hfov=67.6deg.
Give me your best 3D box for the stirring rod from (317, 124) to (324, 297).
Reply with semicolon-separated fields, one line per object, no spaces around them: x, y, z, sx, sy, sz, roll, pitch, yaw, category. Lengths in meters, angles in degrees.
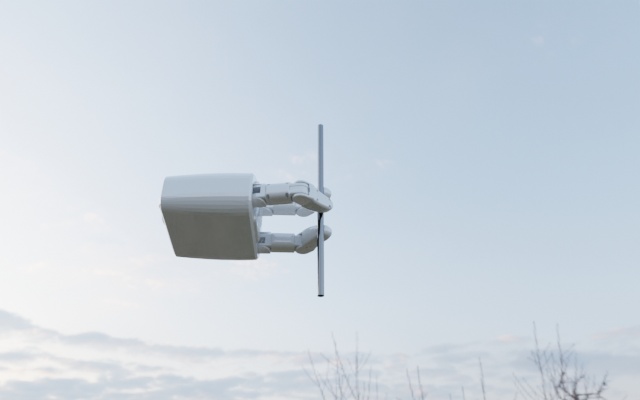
0.000;0.002;0.588;0.011;0.239;0.011;0;-31;0;stirring rod
